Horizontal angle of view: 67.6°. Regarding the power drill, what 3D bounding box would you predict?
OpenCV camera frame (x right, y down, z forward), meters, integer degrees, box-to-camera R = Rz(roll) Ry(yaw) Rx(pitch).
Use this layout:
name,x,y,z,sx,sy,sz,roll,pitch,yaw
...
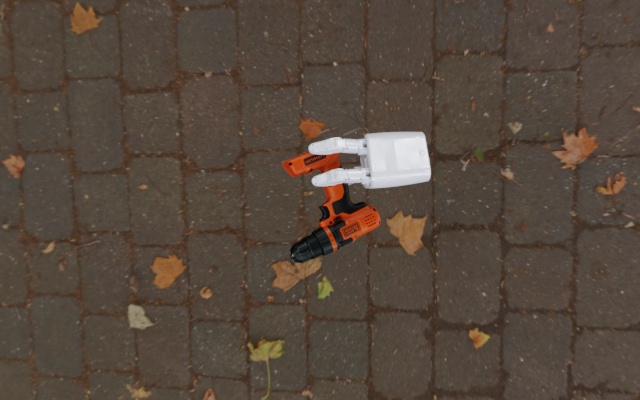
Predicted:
name,x,y,z,sx,sy,sz,roll,pitch,yaw
power drill,0.000,0.002,0.874,0.184,0.188,0.057,-25,9,-16
